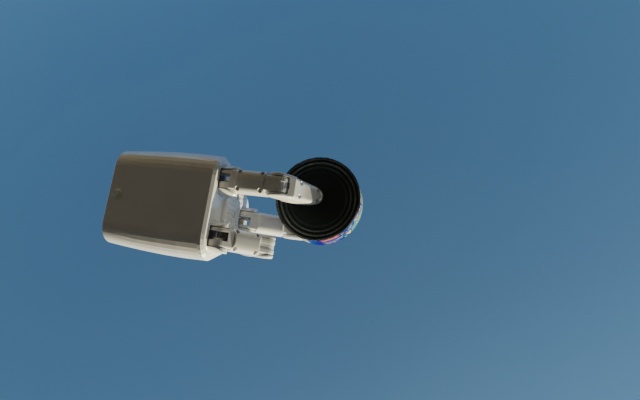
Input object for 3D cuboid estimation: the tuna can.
[{"bbox_3d":[0.000,0.002,0.487,0.086,0.086,0.034,0,-15,12],"label":"tuna can"}]
